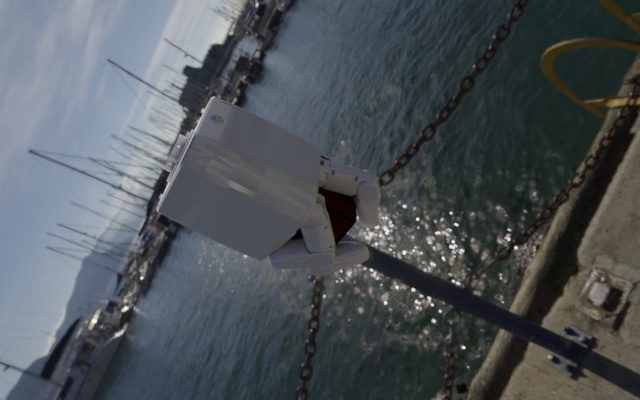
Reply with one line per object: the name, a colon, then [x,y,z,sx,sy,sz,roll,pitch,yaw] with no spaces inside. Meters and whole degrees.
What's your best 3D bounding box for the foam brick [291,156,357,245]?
foam brick: [0.000,0.001,0.467,0.051,0.053,0.078,26,35,-17]
